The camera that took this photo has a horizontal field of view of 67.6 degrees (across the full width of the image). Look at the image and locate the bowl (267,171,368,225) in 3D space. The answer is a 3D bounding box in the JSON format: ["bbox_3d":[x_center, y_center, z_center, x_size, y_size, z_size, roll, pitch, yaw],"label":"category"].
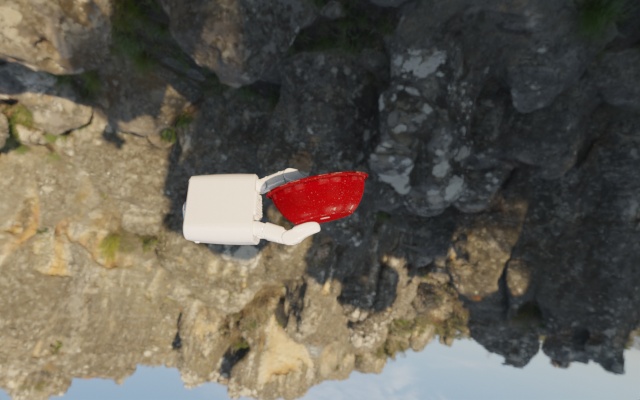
[{"bbox_3d":[0.001,0.003,0.742,0.162,0.055,0.162,-12,-9,-2],"label":"bowl"}]
